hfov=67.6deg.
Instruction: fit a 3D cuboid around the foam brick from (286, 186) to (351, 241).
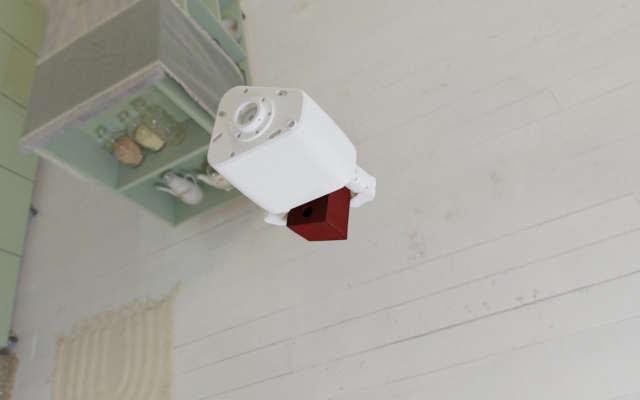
[{"bbox_3d":[0.000,0.002,0.541,0.053,0.078,0.051,-8,-27,29],"label":"foam brick"}]
